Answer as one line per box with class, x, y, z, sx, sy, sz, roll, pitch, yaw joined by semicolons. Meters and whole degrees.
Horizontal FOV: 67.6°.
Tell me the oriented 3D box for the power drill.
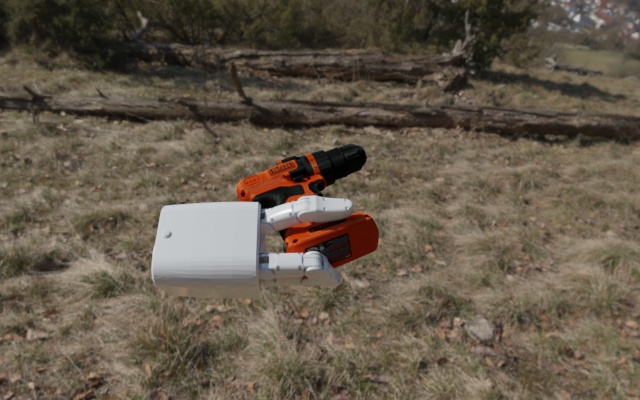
power drill;0.000;0.002;0.593;0.184;0.057;0.187;-22;36;-9
